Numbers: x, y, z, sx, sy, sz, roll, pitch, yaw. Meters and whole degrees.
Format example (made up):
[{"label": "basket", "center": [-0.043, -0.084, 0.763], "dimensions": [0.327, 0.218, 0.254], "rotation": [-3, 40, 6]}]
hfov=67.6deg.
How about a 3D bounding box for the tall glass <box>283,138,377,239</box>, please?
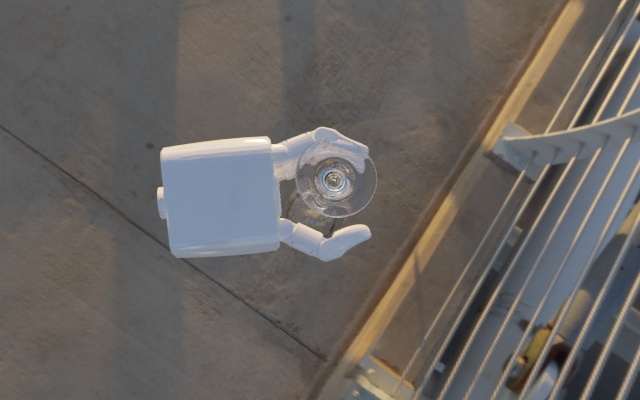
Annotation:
[{"label": "tall glass", "center": [0.000, 0.002, 0.521], "dimensions": [0.079, 0.079, 0.201], "rotation": [0, -13, -8]}]
